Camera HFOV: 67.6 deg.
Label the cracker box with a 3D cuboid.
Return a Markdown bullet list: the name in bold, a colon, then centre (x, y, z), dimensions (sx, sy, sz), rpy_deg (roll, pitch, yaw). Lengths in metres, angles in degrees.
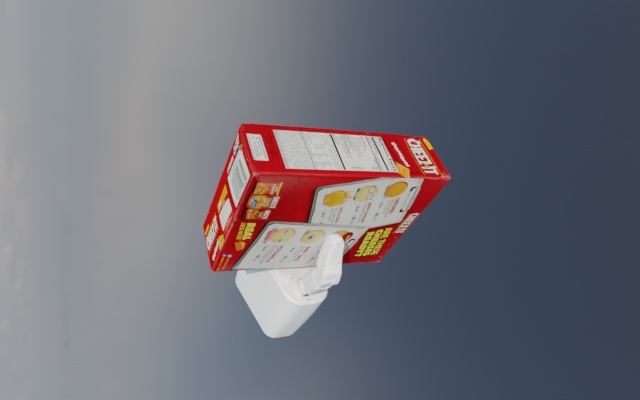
- **cracker box**: centre (0.000, 0.002, 0.506), dimensions (0.214, 0.072, 0.164), rpy_deg (-1, -37, -28)
